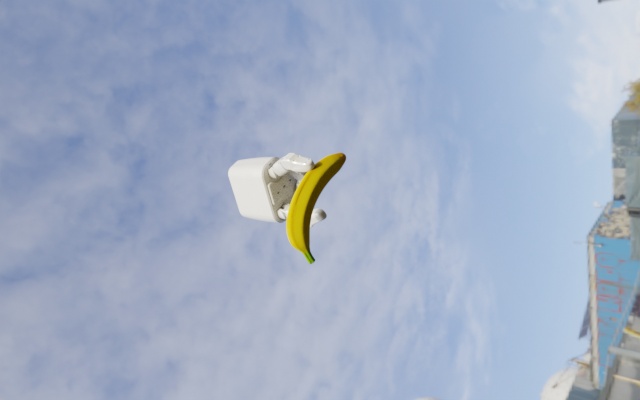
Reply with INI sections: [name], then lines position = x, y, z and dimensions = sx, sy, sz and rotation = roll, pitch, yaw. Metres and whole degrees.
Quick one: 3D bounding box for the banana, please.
[banana]
position = -0.012, -0.002, 0.768
dimensions = 0.037, 0.197, 0.070
rotation = 2, -24, 44
